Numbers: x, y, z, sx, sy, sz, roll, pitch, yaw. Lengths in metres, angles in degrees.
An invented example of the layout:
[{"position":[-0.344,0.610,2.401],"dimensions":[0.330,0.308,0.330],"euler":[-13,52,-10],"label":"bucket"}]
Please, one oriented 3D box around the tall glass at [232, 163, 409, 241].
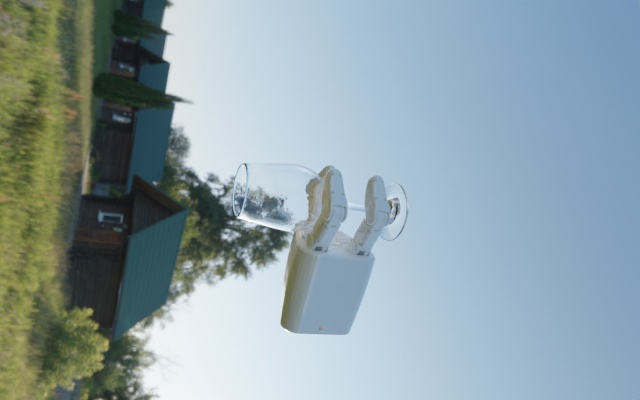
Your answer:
[{"position":[0.001,0.002,0.568],"dimensions":[0.201,0.079,0.079],"euler":[9,-4,-23],"label":"tall glass"}]
